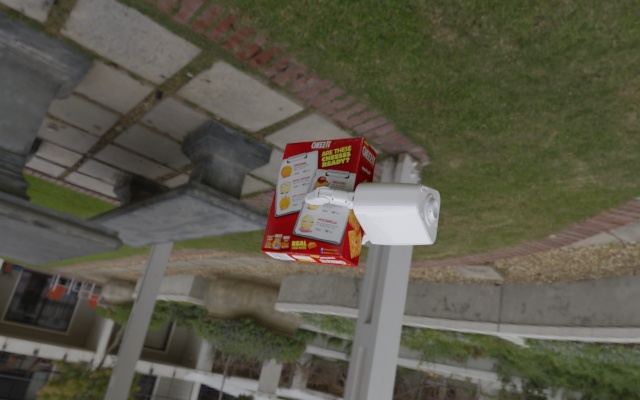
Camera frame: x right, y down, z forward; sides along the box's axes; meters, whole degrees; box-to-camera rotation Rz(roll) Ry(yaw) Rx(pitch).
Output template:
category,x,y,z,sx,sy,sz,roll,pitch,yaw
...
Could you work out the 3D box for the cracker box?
category,x,y,z,sx,sy,sz,roll,pitch,yaw
cracker box,0.000,0.003,0.843,0.164,0.213,0.072,0,-22,31
